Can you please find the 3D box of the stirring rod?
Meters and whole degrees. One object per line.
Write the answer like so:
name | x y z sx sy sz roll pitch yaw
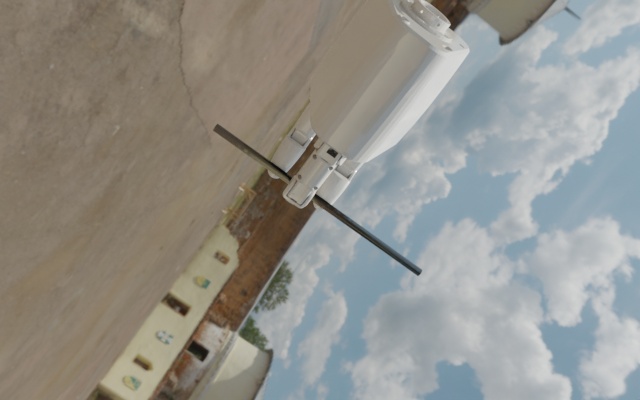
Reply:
stirring rod | 0.000 0.001 0.455 0.239 0.011 0.011 36 -5 -6
